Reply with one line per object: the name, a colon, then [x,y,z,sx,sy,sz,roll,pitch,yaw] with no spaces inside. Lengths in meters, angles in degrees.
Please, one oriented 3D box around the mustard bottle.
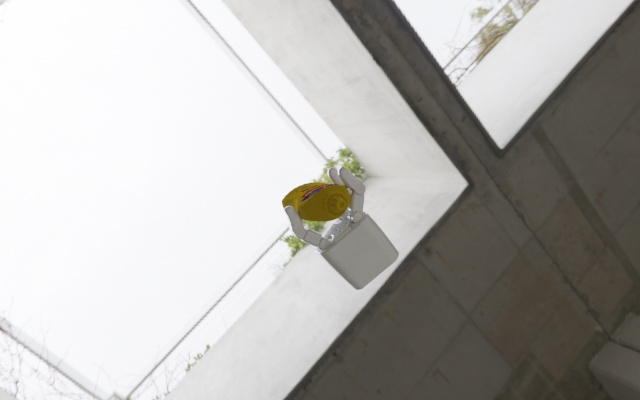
mustard bottle: [0.000,0.002,0.855,0.096,0.058,0.191,-22,11,-18]
